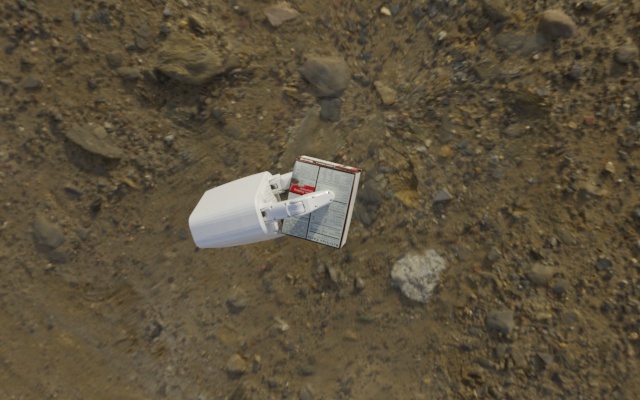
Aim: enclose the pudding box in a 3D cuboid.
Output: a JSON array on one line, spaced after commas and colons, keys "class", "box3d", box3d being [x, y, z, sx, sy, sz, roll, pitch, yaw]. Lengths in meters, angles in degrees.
[{"class": "pudding box", "box3d": [0.000, 0.002, 0.661, 0.090, 0.113, 0.039, 14, 16, 10]}]
